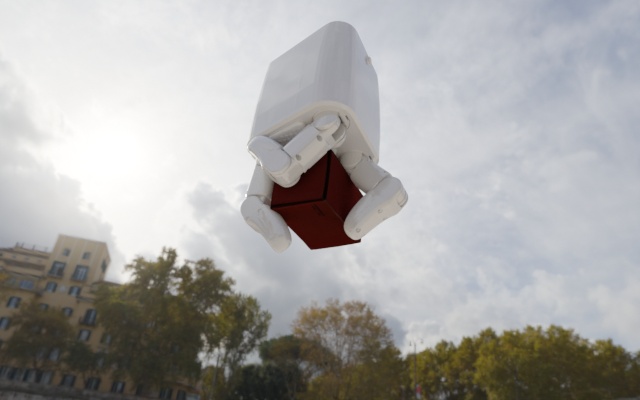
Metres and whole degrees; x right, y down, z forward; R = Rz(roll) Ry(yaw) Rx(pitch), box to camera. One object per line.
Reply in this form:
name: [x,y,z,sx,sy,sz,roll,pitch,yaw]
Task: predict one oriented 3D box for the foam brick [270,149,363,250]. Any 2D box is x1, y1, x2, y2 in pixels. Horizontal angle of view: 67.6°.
foam brick: [0.000,0.002,0.416,0.053,0.051,0.078,-9,-35,23]
